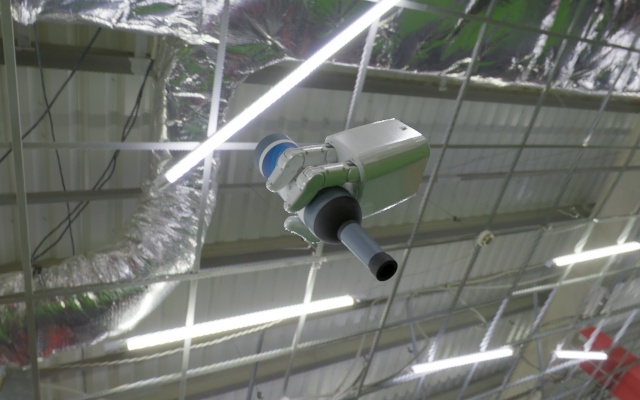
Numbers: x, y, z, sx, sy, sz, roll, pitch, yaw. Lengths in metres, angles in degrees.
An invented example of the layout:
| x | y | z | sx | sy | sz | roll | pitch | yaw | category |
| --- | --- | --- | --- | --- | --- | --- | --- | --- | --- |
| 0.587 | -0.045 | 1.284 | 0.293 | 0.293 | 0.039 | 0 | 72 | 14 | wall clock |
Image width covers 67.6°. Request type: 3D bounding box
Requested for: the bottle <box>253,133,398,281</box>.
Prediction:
| x | y | z | sx | sy | sz | roll | pitch | yaw | category |
| --- | --- | --- | --- | --- | --- | --- | --- | --- | --- |
| 0.000 | 0.002 | 0.601 | 0.069 | 0.069 | 0.295 | 0 | 29 | -33 | bottle |
